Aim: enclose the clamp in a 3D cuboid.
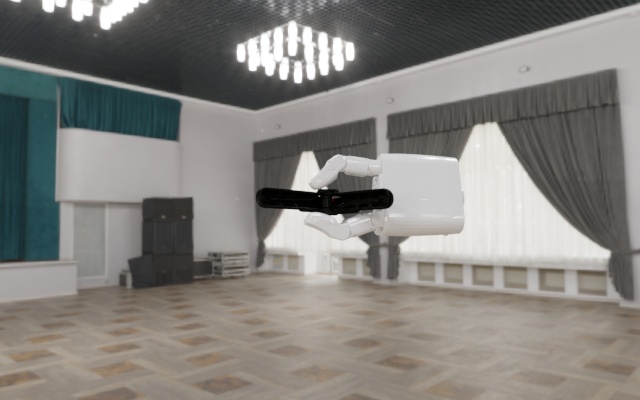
[{"bbox_3d":[0.000,0.001,0.655,0.164,0.036,0.210,2,-3,-3],"label":"clamp"}]
